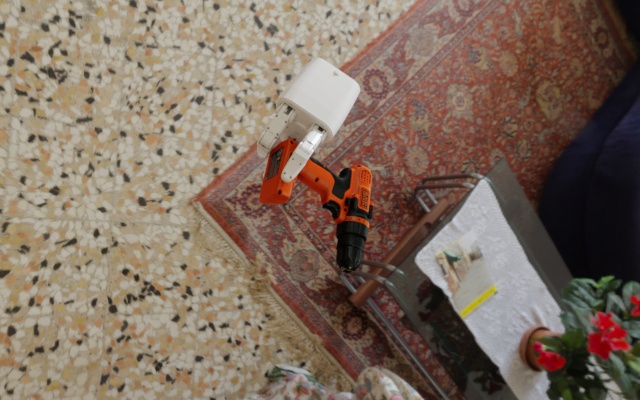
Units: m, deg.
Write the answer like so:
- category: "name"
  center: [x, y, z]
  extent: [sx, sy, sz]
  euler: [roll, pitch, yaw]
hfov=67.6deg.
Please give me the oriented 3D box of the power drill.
- category: "power drill"
  center: [0.000, 0.002, 0.735]
  extent: [0.188, 0.184, 0.057]
  euler: [27, -33, -31]
